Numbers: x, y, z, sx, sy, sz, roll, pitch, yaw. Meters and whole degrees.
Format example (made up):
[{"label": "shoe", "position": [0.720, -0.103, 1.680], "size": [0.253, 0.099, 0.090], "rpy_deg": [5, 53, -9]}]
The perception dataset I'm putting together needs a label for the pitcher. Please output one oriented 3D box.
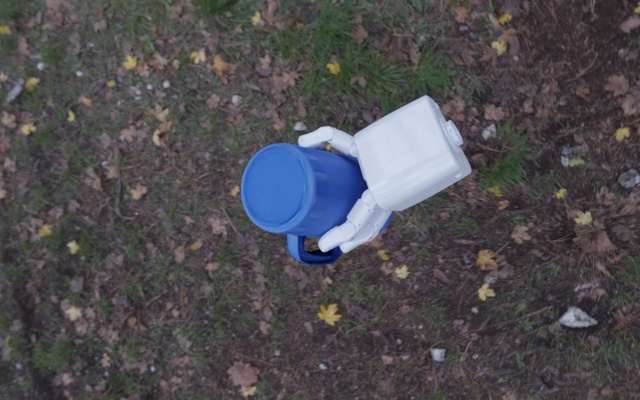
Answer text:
[{"label": "pitcher", "position": [0.000, 0.002, 0.665], "size": [0.145, 0.149, 0.243], "rpy_deg": [-27, -16, 25]}]
